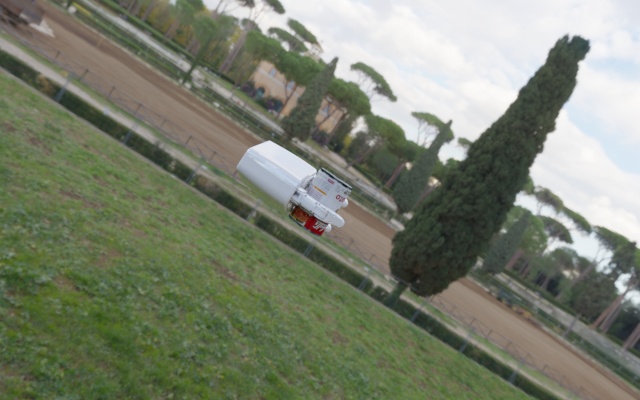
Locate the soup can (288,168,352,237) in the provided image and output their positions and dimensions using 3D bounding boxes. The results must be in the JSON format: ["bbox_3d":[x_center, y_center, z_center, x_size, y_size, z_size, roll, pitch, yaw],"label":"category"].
[{"bbox_3d":[0.001,0.003,0.829,0.068,0.102,0.068,34,5,-4],"label":"soup can"}]
